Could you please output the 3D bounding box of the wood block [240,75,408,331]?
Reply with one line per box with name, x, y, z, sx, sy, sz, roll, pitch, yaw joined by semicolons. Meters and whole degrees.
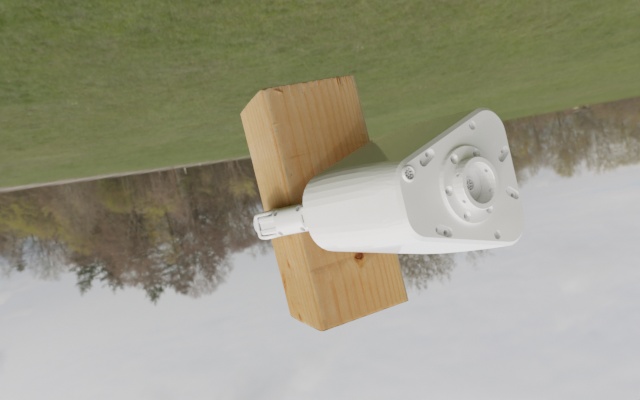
wood block;0.000;0.002;0.446;0.091;0.206;0.090;-14;1;-21
